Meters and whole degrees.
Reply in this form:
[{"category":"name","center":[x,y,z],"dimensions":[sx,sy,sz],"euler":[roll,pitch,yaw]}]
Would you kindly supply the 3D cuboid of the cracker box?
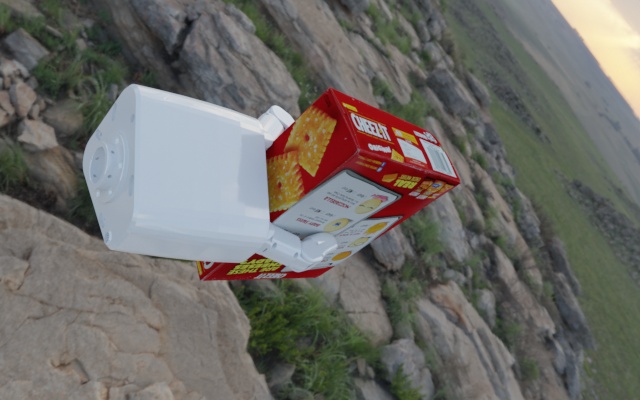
[{"category":"cracker box","center":[0.000,0.002,0.463],"dimensions":[0.164,0.072,0.214],"euler":[9,-38,-47]}]
